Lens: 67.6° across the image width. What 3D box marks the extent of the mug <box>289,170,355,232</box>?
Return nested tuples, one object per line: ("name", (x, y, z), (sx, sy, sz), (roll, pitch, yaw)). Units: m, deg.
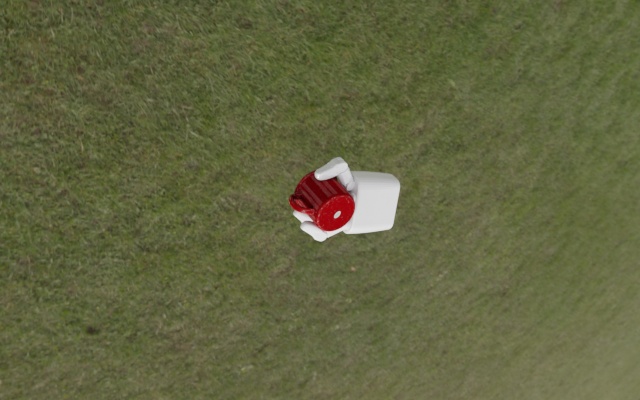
("mug", (-0.001, 0.003, 0.859), (0.117, 0.093, 0.081), (-2, 34, -33))
